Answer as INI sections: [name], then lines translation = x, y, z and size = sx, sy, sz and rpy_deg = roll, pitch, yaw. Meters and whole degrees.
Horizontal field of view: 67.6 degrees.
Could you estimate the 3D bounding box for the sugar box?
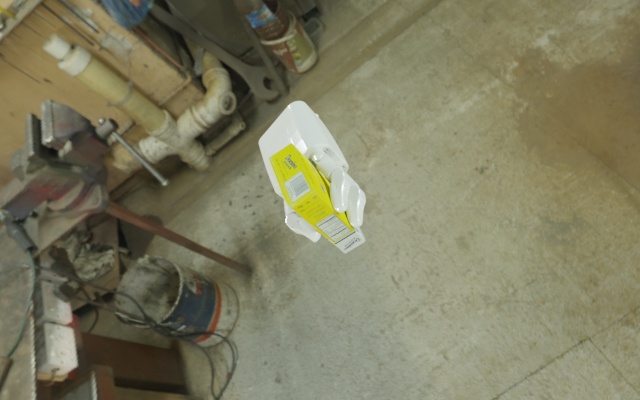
[sugar box]
translation = 0.000, 0.002, 0.682
size = 0.048, 0.093, 0.176
rpy_deg = -33, -36, 13
